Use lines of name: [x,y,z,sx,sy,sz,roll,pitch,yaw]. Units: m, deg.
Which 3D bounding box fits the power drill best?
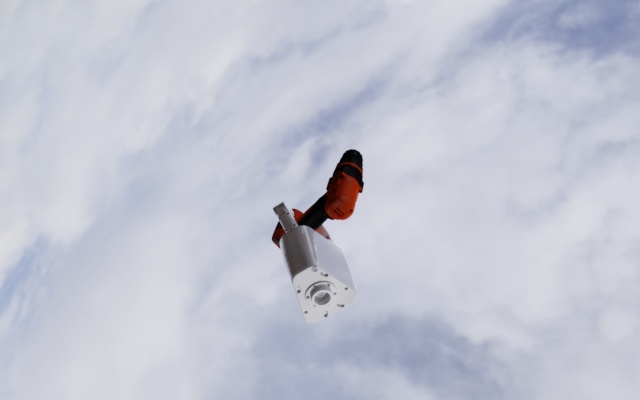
power drill: [0.000,0.003,0.844,0.188,0.057,0.184,-42,16,32]
